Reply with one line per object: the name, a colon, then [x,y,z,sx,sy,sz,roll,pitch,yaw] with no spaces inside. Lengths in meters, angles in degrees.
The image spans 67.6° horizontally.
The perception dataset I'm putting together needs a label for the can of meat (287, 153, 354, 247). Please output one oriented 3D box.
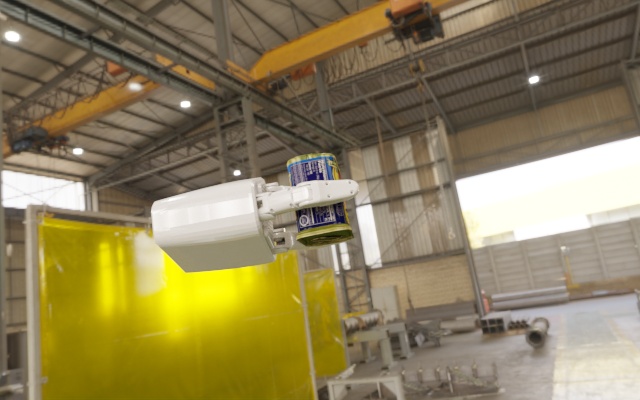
can of meat: [0.000,0.001,0.523,0.057,0.084,0.102,-11,-12,4]
